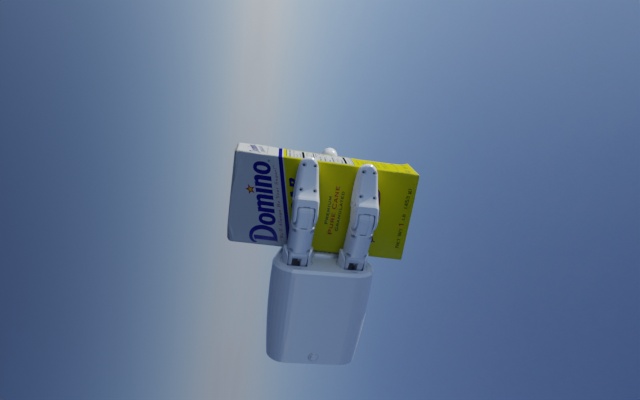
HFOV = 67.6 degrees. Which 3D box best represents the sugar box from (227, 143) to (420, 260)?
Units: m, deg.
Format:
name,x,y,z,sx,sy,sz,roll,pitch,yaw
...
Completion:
name,x,y,z,sx,sy,sz,roll,pitch,yaw
sugar box,0.000,0.002,0.472,0.176,0.093,0.048,6,17,-9
